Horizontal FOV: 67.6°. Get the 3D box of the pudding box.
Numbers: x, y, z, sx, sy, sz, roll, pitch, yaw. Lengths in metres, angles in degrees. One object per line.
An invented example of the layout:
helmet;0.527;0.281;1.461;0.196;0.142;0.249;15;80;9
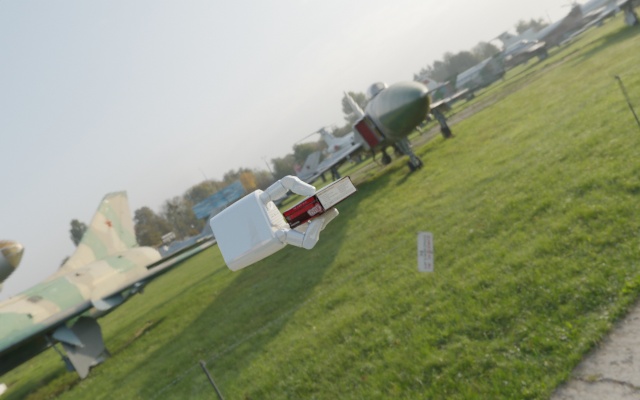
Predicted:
pudding box;0.000;0.003;0.842;0.090;0.039;0.113;-28;4;40
